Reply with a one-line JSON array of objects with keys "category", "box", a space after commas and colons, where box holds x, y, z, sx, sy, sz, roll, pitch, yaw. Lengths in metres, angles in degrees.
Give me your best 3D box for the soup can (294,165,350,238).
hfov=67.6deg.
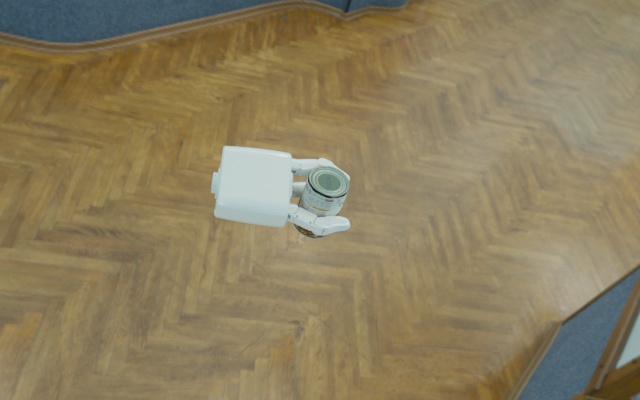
[{"category": "soup can", "box": [0.001, 0.002, 0.754, 0.068, 0.068, 0.102, 0, -41, -20]}]
